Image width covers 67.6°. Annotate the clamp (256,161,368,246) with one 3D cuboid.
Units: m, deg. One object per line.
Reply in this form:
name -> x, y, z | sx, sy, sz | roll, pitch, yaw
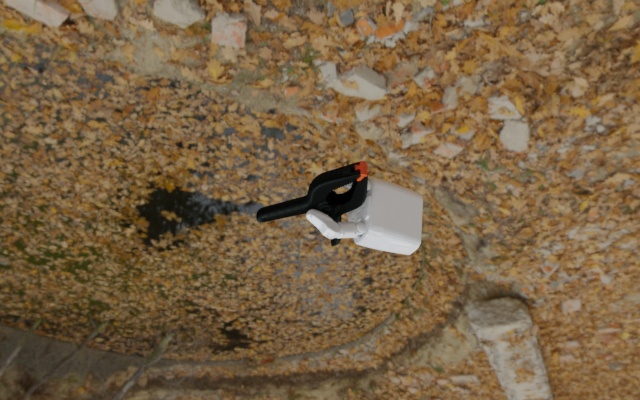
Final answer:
clamp -> 0.001, 0.003, 0.773 | 0.164, 0.036, 0.210 | 15, -39, -21
